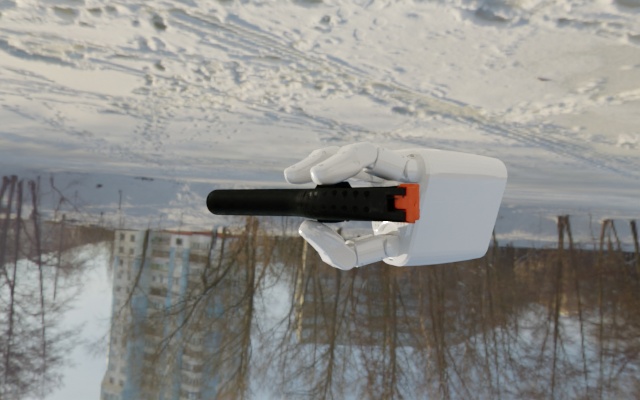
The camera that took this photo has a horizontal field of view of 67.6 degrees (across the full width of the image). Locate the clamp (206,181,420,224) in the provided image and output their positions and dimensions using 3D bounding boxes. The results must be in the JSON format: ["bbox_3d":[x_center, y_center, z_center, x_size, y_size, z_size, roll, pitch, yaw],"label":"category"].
[{"bbox_3d":[0.001,0.002,0.423,0.164,0.036,0.210,-3,2,-28],"label":"clamp"}]
